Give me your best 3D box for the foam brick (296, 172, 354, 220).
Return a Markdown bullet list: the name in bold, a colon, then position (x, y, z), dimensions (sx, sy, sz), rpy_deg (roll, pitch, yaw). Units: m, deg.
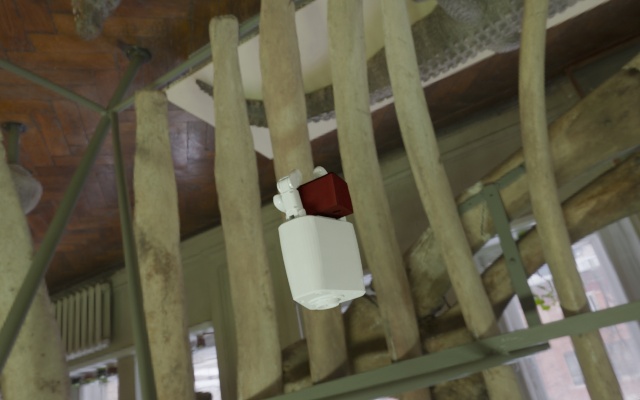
- **foam brick**: position (0.000, 0.002, 0.688), dimensions (0.078, 0.051, 0.053), rpy_deg (-23, -26, 23)
